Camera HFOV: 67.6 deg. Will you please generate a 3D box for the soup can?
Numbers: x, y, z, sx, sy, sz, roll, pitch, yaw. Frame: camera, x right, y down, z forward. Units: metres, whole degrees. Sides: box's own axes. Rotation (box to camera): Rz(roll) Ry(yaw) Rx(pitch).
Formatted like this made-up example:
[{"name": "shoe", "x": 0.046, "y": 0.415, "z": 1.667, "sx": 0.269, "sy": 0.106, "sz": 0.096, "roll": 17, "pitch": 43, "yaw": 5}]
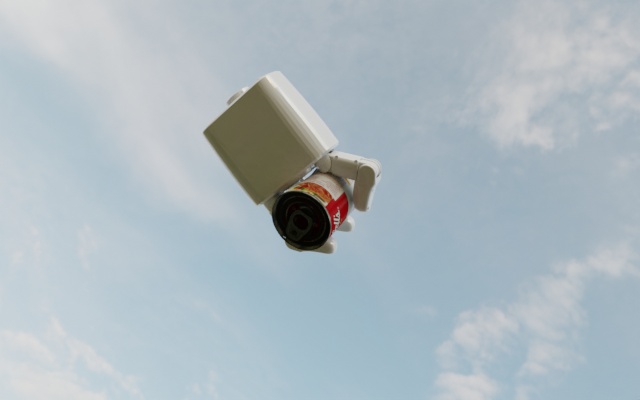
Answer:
[{"name": "soup can", "x": 0.001, "y": 0.002, "z": 0.529, "sx": 0.068, "sy": 0.068, "sz": 0.102, "roll": 0, "pitch": 23, "yaw": 27}]
